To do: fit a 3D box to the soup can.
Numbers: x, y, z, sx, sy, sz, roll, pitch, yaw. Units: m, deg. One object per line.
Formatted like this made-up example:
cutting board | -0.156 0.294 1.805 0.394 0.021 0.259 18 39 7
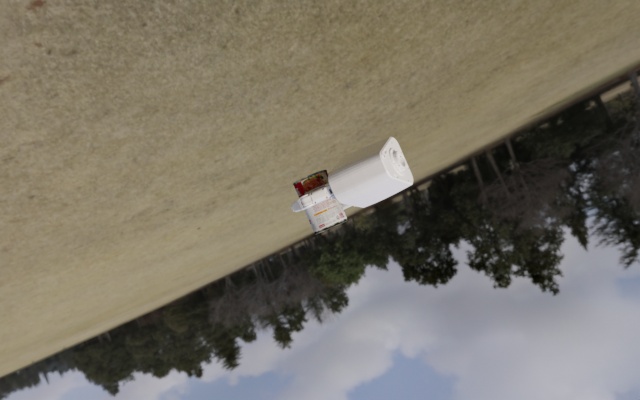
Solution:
soup can | 0.000 0.003 0.878 0.068 0.102 0.068 -23 -2 -1
